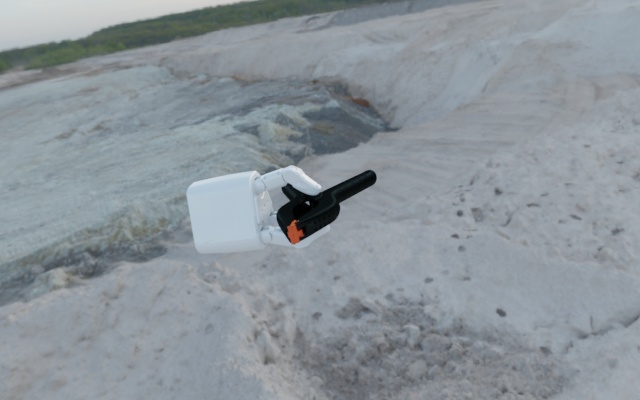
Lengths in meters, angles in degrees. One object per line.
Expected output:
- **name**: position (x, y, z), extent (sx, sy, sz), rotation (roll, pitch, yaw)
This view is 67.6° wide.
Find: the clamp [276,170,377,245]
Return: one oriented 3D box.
- **clamp**: position (0.000, 0.002, 0.718), extent (0.164, 0.036, 0.210), rotation (-10, 21, 13)
